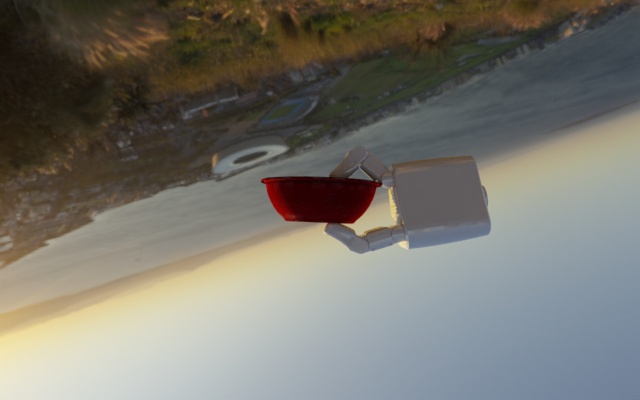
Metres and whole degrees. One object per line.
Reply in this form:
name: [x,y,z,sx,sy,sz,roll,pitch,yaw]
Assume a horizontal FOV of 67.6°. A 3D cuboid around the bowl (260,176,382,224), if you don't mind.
bowl: [-0.001,0.002,0.634,0.162,0.055,0.162,2,-2,0]
